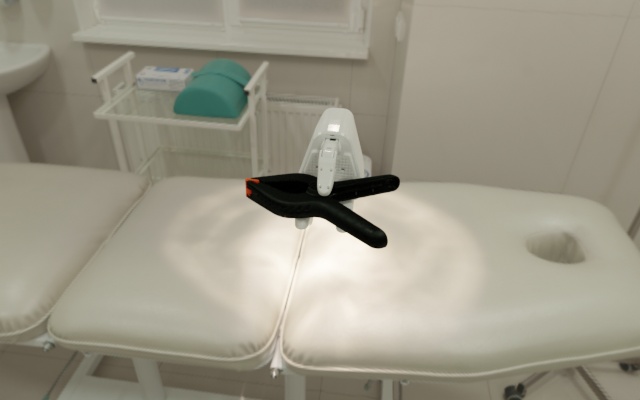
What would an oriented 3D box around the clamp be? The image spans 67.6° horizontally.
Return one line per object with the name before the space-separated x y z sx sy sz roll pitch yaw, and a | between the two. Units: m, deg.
clamp | 0.000 0.001 0.622 0.210 0.036 0.164 5 29 5
